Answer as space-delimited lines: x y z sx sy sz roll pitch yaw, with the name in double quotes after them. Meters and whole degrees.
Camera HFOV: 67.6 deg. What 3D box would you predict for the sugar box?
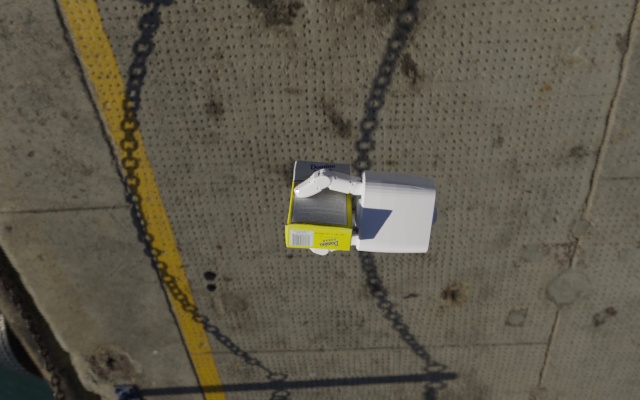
0.000 0.003 0.730 0.093 0.048 0.176 4 33 0 "sugar box"
